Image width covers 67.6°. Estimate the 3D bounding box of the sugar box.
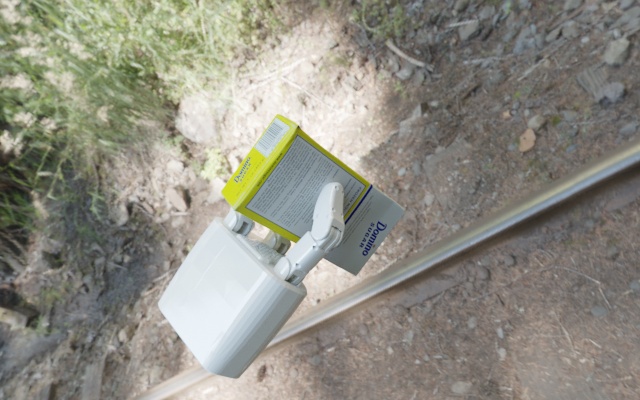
[{"bbox_3d":[0.000,0.001,0.476,0.176,0.093,0.048,34,5,-41],"label":"sugar box"}]
